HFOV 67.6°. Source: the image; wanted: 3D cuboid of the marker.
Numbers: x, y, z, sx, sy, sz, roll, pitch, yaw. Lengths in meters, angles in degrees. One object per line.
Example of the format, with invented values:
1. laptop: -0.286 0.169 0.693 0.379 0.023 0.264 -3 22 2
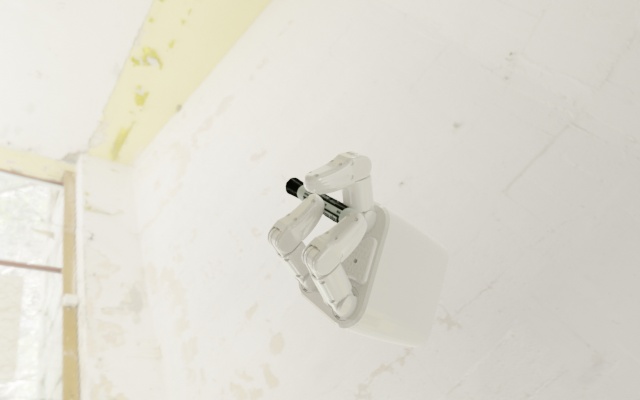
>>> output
1. marker: 0.000 0.001 0.446 0.020 0.020 0.121 0 17 -33
